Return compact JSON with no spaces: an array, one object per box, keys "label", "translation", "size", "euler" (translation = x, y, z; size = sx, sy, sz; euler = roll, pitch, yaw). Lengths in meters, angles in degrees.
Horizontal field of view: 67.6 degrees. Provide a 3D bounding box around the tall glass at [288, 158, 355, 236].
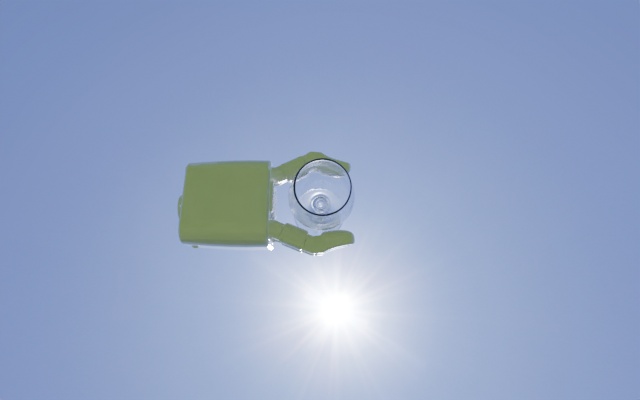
[{"label":"tall glass","translation":[0.000,0.002,0.595],"size":[0.079,0.079,0.201],"euler":[0,-9,-2]}]
